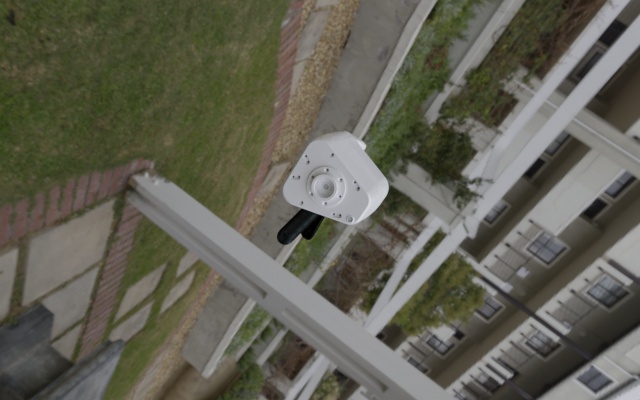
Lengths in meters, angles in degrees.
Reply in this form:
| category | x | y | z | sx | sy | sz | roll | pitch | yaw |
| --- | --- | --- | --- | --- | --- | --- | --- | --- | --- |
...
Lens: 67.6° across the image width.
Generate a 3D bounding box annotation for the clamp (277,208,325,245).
| category | x | y | z | sx | sy | sz | roll | pitch | yaw |
| --- | --- | --- | --- | --- | --- | --- | --- | --- | --- |
| clamp | 0.001 | 0.003 | 0.723 | 0.039 | 0.171 | 0.120 | 37 | 19 | 9 |
